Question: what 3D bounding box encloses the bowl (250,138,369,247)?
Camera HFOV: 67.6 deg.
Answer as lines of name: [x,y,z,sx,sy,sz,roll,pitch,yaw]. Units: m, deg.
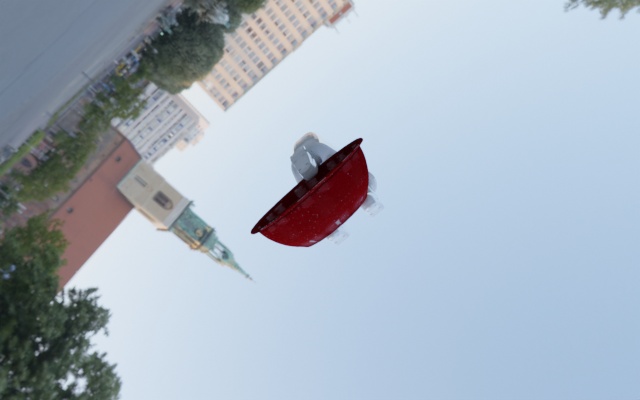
bowl: [0.000,0.003,0.531,0.162,0.055,0.162,-40,7,6]
